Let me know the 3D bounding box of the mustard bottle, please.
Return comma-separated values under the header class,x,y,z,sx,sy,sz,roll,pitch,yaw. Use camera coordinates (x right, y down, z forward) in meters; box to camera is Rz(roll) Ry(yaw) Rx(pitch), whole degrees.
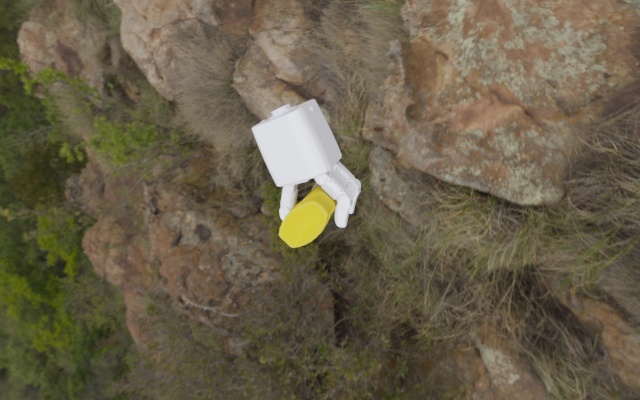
class,x,y,z,sx,sy,sz,roll,pitch,yaw
mustard bottle,0.000,0.003,0.810,0.096,0.058,0.191,-46,3,29
